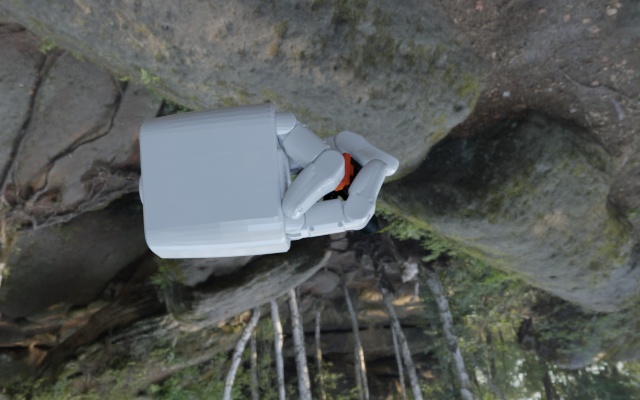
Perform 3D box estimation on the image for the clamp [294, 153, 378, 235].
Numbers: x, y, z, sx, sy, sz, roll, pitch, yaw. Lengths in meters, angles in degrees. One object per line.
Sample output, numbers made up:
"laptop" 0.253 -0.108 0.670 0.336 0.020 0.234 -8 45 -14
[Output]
"clamp" 0.000 0.002 0.466 0.120 0.039 0.171 -5 -22 1
